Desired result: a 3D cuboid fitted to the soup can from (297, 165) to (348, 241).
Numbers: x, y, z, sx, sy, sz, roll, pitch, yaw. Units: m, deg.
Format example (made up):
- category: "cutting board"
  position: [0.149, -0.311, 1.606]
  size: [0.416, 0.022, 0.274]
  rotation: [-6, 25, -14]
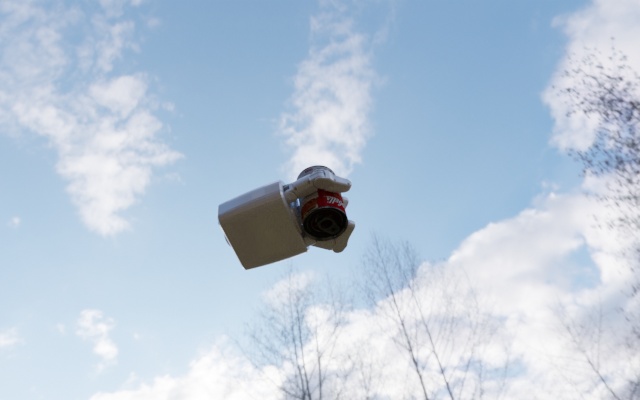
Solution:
- category: "soup can"
  position: [0.000, 0.002, 0.726]
  size: [0.068, 0.069, 0.102]
  rotation: [0, 41, -10]
